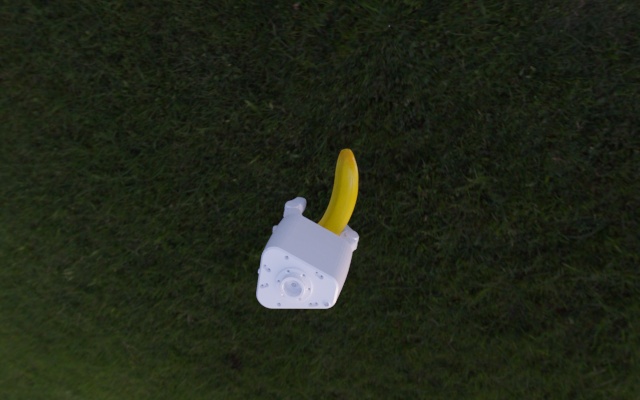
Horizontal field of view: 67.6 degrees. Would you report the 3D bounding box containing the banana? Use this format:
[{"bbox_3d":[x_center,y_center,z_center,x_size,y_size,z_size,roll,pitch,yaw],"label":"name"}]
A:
[{"bbox_3d":[0.014,0.015,0.737,0.069,0.198,0.037,34,26,1],"label":"banana"}]
